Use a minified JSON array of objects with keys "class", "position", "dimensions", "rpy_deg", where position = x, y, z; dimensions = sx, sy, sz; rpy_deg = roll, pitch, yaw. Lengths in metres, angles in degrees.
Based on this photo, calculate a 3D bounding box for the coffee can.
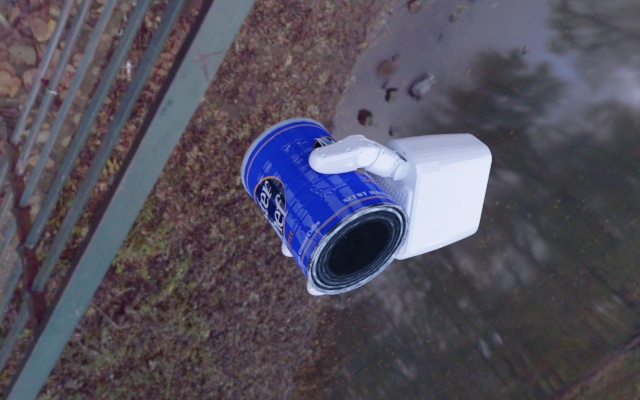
[{"class":"coffee can","position":[0.000,0.001,0.448],"dimensions":[0.103,0.103,0.140],"rpy_deg":[0,37,-38]}]
